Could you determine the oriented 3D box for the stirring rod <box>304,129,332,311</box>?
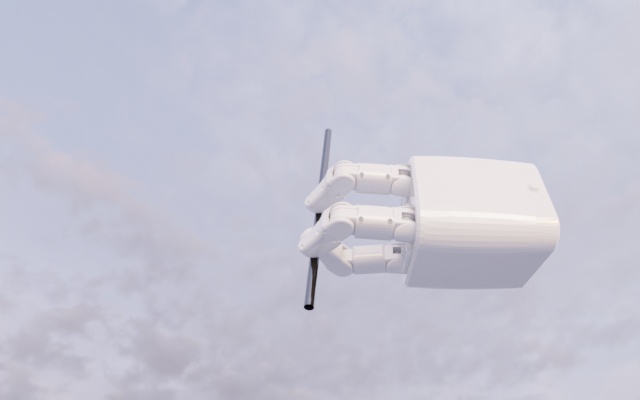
[{"bbox_3d":[0.000,0.002,0.452,0.011,0.011,0.239,0,42,6],"label":"stirring rod"}]
